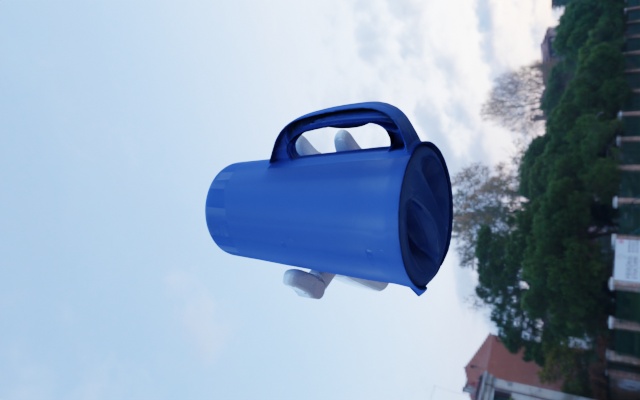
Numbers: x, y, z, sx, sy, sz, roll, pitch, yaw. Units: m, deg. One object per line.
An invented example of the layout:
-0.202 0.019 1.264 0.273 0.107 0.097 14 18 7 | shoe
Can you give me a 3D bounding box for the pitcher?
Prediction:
0.000 0.002 0.484 0.243 0.149 0.145 1 -20 33 | pitcher
